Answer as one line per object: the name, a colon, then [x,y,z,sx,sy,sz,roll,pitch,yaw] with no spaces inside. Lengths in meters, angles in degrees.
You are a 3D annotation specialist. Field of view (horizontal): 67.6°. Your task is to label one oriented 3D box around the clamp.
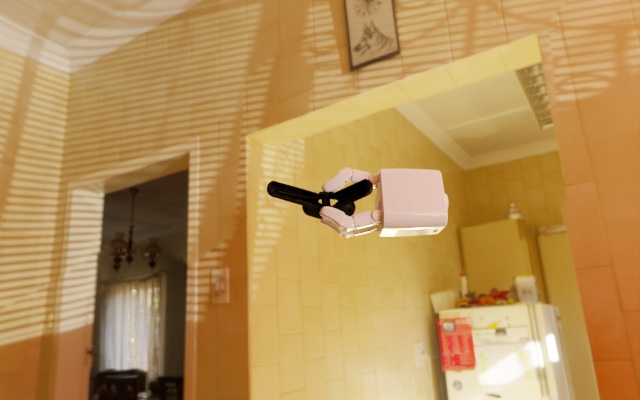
clamp: [0.000,0.002,0.818,0.164,0.036,0.210,2,-15,2]
